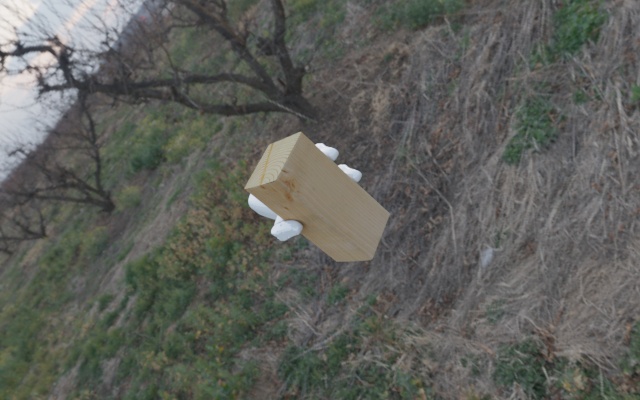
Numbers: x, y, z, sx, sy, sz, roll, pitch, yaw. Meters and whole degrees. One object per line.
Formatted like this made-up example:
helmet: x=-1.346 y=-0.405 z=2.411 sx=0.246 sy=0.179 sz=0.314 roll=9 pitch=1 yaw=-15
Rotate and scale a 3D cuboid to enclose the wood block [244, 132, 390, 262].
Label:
wood block: x=0.000 y=0.003 z=0.737 sx=0.206 sy=0.090 sz=0.090 roll=40 pitch=-30 yaw=-27
